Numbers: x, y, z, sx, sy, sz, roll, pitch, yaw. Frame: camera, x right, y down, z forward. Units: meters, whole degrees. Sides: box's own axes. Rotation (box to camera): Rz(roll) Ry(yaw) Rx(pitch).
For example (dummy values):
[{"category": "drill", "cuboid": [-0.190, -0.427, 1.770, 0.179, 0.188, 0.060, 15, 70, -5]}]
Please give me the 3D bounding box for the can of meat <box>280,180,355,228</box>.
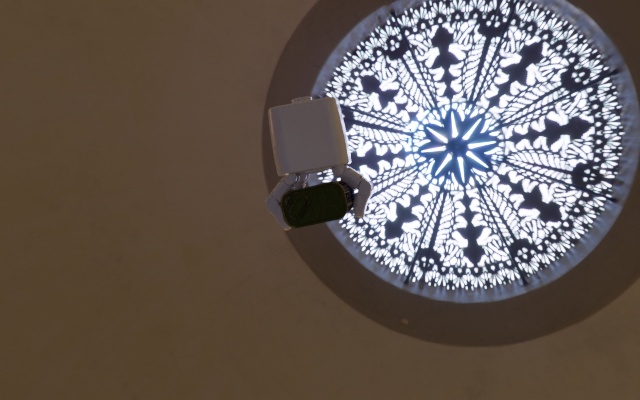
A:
[{"category": "can of meat", "cuboid": [0.000, 0.002, 0.747, 0.102, 0.057, 0.084, -13, 3, 16]}]
